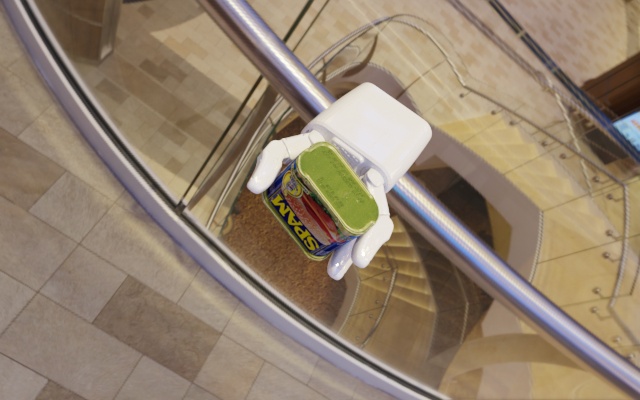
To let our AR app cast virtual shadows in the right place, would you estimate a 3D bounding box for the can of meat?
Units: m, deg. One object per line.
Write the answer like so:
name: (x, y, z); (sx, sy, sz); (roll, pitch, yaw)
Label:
can of meat: (0.000, 0.001, 0.479); (0.057, 0.102, 0.084); (-39, 1, -36)
